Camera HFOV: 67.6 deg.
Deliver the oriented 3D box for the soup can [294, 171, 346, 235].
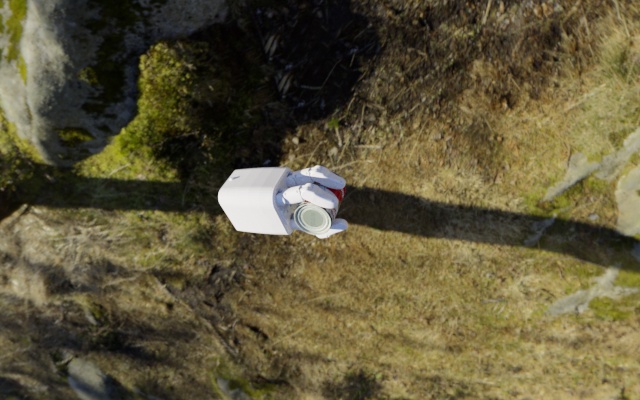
[{"bbox_3d":[0.001,0.003,0.825,0.068,0.068,0.102,0,35,19],"label":"soup can"}]
